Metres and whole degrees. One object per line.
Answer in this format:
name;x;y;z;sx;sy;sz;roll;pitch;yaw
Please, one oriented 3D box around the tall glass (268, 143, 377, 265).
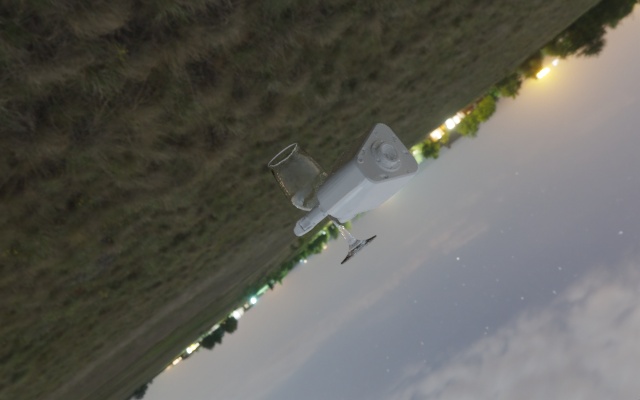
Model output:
tall glass;0.000;0.003;0.775;0.079;0.201;0.079;-39;-4;-3
